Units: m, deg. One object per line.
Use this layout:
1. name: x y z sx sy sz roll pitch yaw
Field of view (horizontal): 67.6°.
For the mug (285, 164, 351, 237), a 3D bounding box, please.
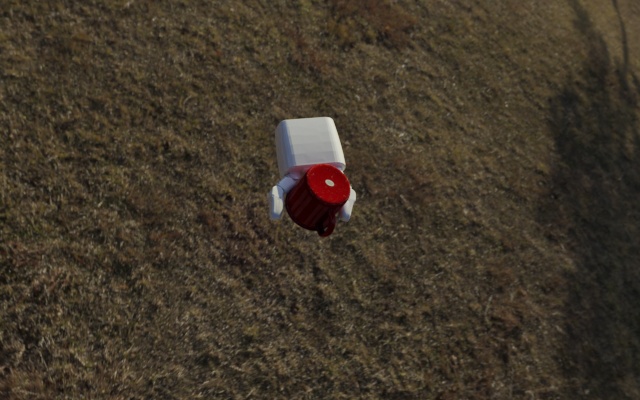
1. mug: 0.000 0.004 0.788 0.093 0.117 0.081 2 -29 -26
